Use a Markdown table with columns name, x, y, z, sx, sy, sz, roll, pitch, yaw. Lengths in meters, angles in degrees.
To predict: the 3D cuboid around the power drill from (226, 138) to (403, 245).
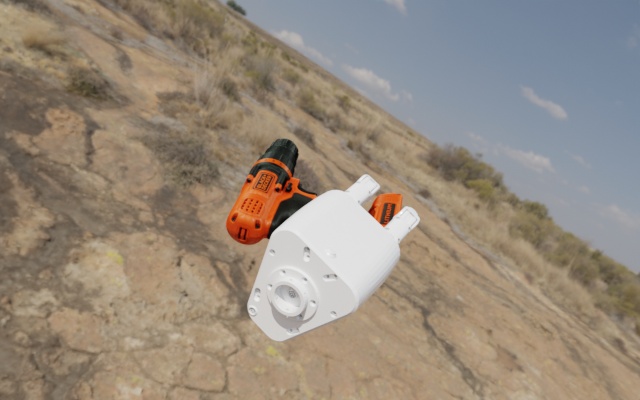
| name | x | y | z | sx | sy | sz | roll | pitch | yaw |
| --- | --- | --- | --- | --- | --- | --- | --- | --- | --- |
| power drill | 0.000 | 0.002 | 0.573 | 0.187 | 0.057 | 0.184 | 17 | 41 | 3 |
